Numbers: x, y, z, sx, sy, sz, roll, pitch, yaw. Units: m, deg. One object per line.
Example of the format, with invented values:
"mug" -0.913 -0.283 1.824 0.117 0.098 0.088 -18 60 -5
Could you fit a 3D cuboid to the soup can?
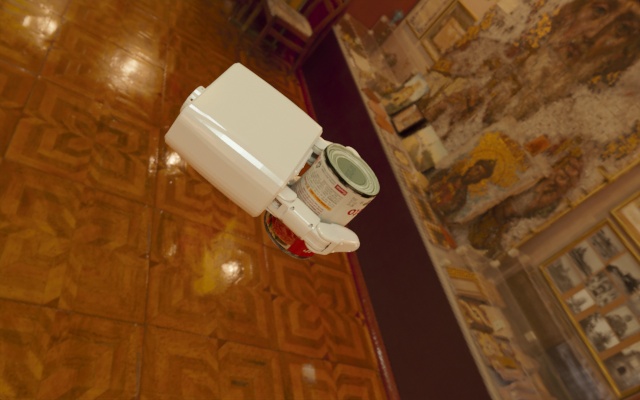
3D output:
"soup can" 0.001 0.002 0.471 0.068 0.068 0.102 0 -39 -52
